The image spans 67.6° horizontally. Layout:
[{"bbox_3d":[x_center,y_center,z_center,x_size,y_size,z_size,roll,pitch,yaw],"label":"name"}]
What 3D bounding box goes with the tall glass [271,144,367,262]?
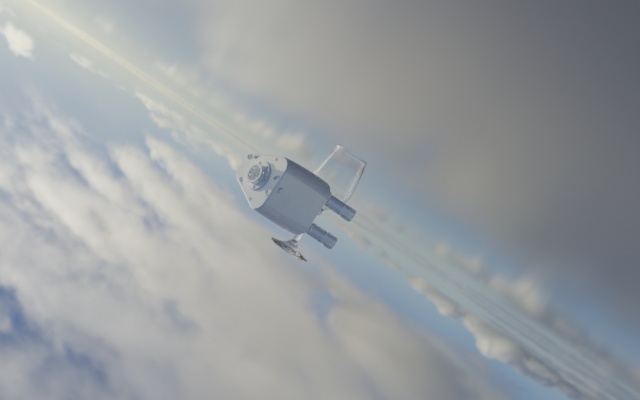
[{"bbox_3d":[0.000,0.003,0.826,0.079,0.201,0.079,34,1,0],"label":"tall glass"}]
